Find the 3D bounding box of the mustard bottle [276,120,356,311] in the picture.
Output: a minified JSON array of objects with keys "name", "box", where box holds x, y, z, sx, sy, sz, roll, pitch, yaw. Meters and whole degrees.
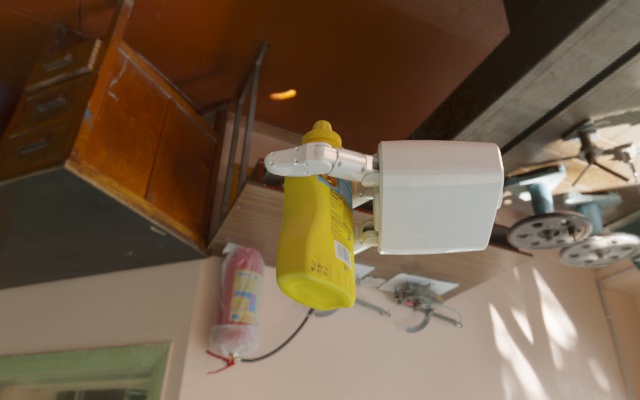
[{"name":"mustard bottle","box":[0.000,0.002,0.464,0.058,0.191,0.096,-14,-33,26]}]
